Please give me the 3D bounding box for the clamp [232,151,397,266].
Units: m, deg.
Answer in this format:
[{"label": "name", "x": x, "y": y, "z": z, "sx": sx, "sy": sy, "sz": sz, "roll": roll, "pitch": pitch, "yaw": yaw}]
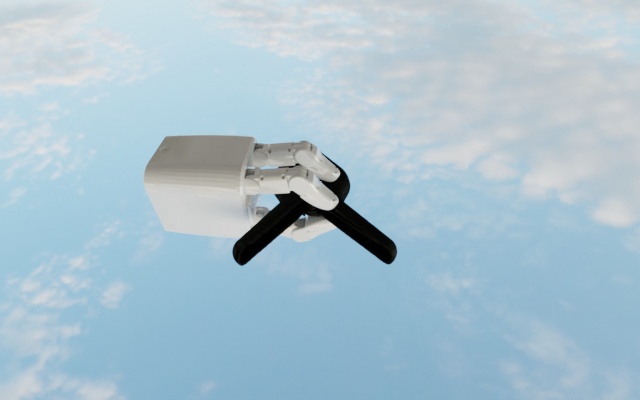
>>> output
[{"label": "clamp", "x": 0.000, "y": 0.002, "z": 0.547, "sx": 0.164, "sy": 0.036, "sz": 0.209, "roll": 5, "pitch": 37, "yaw": 1}]
